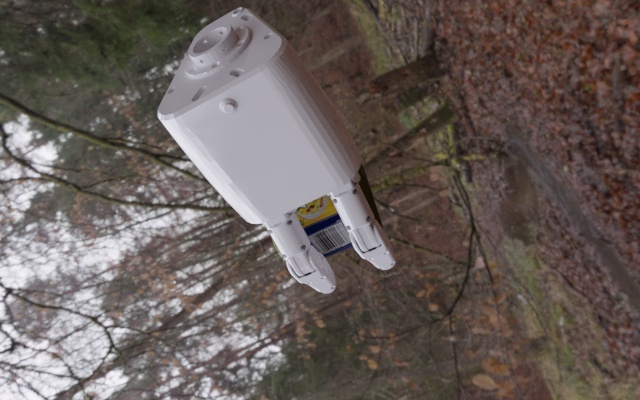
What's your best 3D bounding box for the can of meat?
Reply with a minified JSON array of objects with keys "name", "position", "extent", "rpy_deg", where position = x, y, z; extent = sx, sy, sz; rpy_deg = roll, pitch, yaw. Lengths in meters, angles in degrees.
[{"name":"can of meat","position":[0.000,0.001,0.419],"extent":[0.084,0.102,0.057],"rpy_deg":[-24,-44,13]}]
